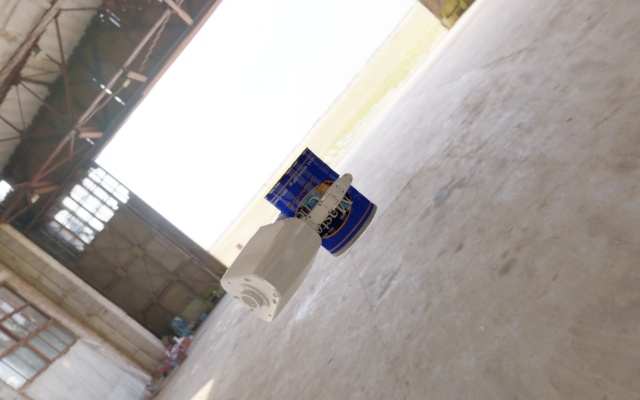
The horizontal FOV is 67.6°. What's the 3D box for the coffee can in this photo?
[{"bbox_3d":[0.000,0.002,0.723,0.140,0.103,0.103,40,-5,-6],"label":"coffee can"}]
